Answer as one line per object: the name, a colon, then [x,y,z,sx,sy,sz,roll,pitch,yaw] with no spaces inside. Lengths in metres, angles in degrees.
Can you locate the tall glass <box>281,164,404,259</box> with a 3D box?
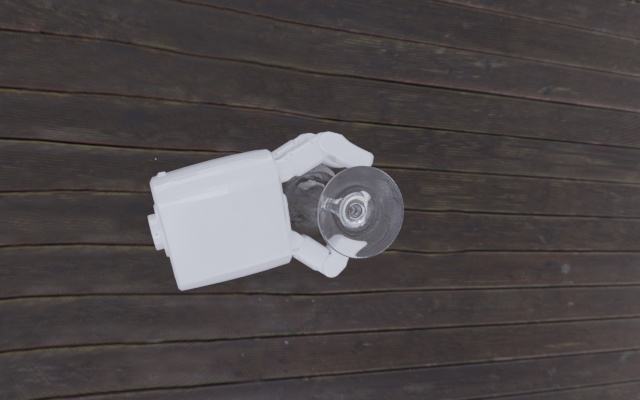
tall glass: [0.000,0.002,0.470,0.079,0.079,0.201,0,5,-19]
